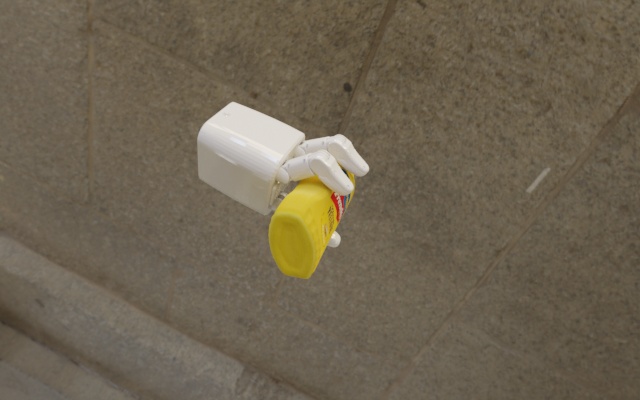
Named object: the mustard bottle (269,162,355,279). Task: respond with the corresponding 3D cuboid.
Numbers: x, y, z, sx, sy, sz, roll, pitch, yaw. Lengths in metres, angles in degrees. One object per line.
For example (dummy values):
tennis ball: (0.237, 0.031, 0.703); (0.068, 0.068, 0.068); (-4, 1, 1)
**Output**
mustard bottle: (0.000, 0.002, 0.596); (0.058, 0.096, 0.191); (7, 35, 19)
